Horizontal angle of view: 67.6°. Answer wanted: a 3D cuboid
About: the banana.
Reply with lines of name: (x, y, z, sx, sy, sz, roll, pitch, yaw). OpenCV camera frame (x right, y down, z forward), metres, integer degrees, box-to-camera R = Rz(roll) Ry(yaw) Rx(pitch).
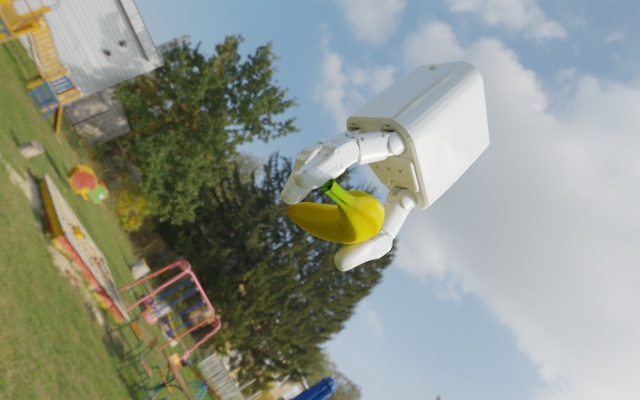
banana: (0.015, 0.013, 0.449, 0.069, 0.037, 0.198, 40, -15, -5)
